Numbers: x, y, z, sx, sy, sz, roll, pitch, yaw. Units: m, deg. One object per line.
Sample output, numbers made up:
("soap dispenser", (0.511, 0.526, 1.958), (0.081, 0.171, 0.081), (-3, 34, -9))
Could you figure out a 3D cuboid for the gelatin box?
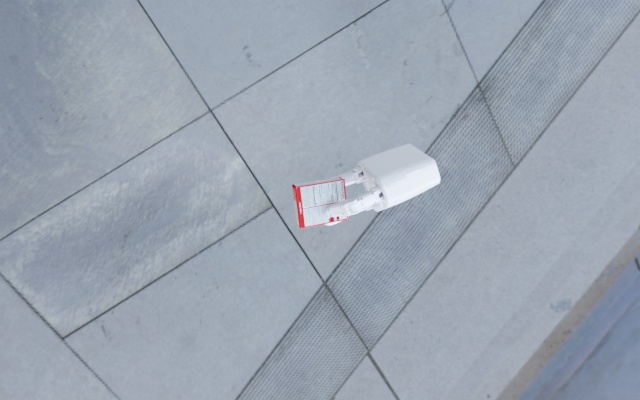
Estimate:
("gelatin box", (0.000, 0.003, 0.814), (0.089, 0.073, 0.030), (-11, 16, -16))
